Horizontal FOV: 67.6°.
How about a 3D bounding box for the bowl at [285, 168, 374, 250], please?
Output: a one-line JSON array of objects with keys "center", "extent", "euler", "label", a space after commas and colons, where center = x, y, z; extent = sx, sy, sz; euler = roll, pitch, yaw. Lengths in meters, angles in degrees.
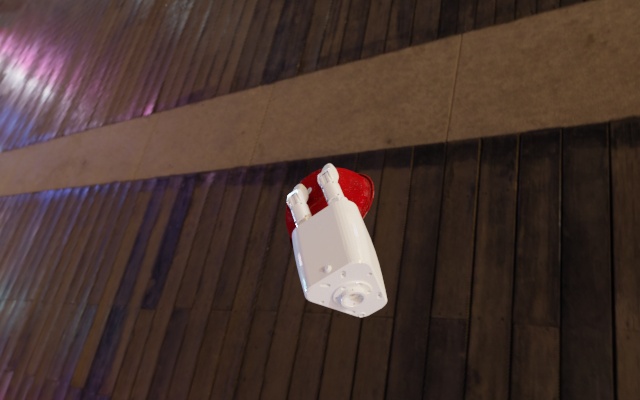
[{"center": [-0.001, 0.002, 0.729], "extent": [0.162, 0.162, 0.055], "euler": [0, -40, 52], "label": "bowl"}]
